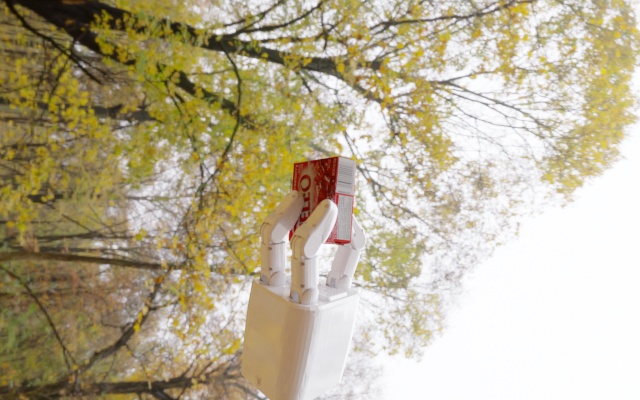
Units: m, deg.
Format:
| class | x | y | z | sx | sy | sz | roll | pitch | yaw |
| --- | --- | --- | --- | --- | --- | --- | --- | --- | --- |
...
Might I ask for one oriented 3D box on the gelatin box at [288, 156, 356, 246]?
| class | x | y | z | sx | sy | sz | roll | pitch | yaw |
| --- | --- | --- | --- | --- | --- | --- | --- | --- | --- |
| gelatin box | 0.000 | 0.001 | 0.504 | 0.030 | 0.089 | 0.073 | 10 | -9 | -40 |
